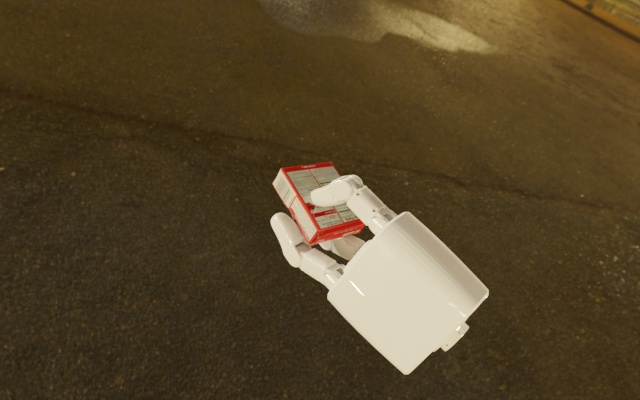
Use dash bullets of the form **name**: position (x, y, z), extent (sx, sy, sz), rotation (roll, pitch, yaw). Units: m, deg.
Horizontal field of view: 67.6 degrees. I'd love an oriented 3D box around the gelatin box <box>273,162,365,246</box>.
- **gelatin box**: position (0.000, 0.001, 0.525), extent (0.073, 0.089, 0.030), rotation (-11, -31, -39)
